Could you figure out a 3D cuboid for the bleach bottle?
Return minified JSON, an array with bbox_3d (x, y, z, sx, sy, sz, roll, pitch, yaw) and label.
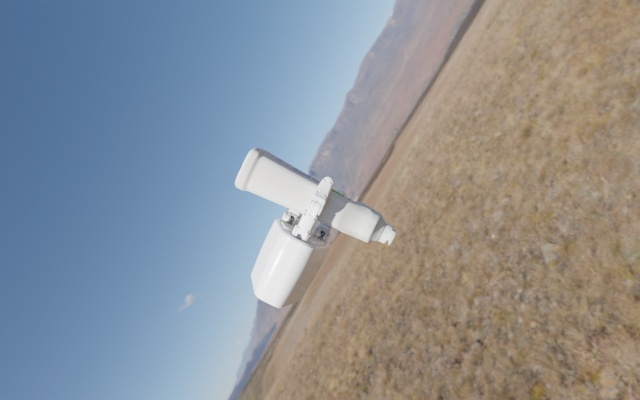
[{"bbox_3d":[0.000,0.002,0.738,0.251,0.068,0.102,26,7,1],"label":"bleach bottle"}]
